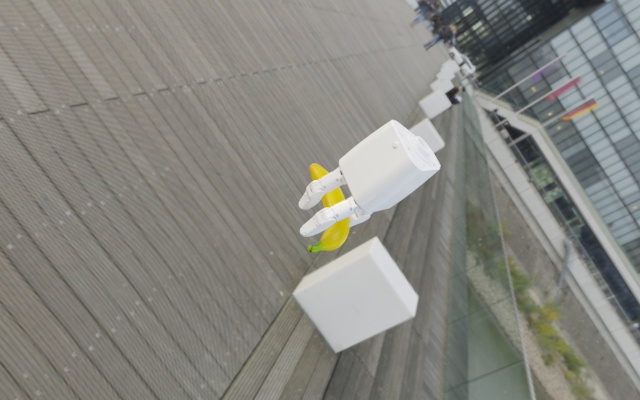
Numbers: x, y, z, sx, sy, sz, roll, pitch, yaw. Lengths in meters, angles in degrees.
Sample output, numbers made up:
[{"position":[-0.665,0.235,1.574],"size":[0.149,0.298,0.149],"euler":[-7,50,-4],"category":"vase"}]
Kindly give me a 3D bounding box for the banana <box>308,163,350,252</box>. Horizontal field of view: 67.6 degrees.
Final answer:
[{"position":[0.015,0.013,0.788],"size":[0.070,0.197,0.037],"euler":[28,-53,-25],"category":"banana"}]
